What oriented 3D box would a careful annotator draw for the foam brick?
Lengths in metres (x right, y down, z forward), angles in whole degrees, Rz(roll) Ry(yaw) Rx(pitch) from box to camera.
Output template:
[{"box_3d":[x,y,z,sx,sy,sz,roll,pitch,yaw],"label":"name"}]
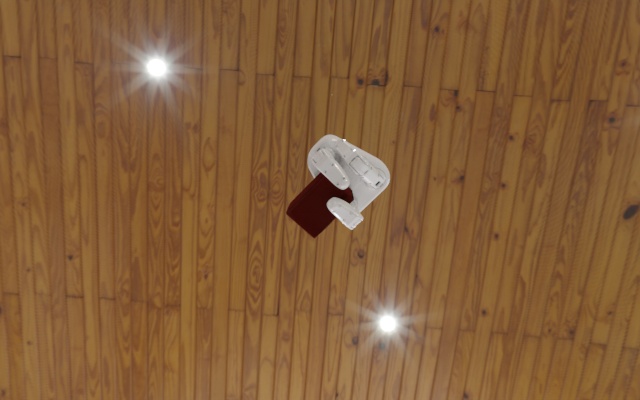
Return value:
[{"box_3d":[0.000,0.002,0.643,0.053,0.078,0.051,44,10,-9],"label":"foam brick"}]
